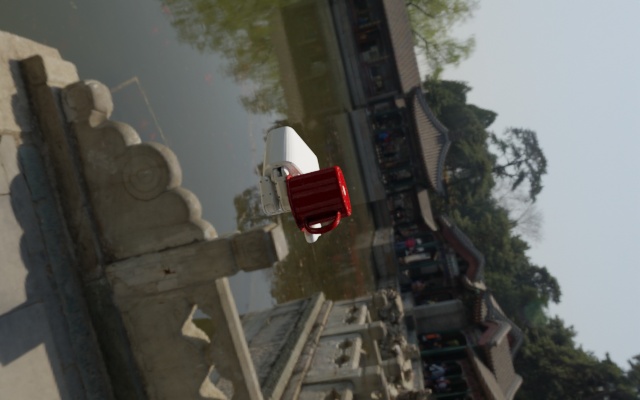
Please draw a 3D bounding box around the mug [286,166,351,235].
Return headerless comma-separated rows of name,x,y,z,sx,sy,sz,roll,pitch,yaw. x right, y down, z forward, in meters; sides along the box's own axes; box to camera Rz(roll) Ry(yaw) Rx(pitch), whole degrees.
mug,0.000,0.003,0.736,0.081,0.117,0.093,-14,-46,8
